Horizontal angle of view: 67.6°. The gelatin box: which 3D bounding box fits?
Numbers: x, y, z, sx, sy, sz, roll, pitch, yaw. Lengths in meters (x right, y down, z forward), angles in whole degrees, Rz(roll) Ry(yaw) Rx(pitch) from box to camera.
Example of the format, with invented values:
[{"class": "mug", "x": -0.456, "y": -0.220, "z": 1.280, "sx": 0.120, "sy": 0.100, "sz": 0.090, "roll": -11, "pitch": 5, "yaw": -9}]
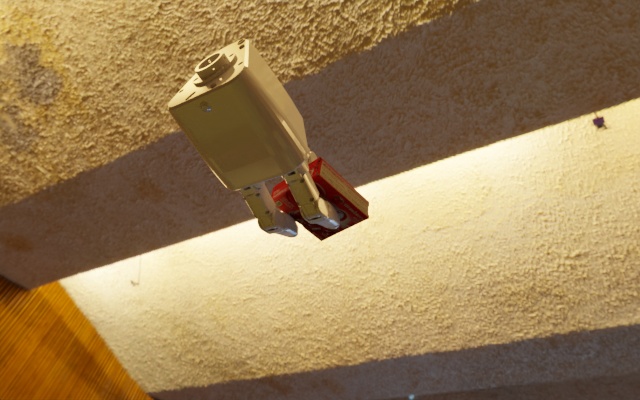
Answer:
[{"class": "gelatin box", "x": 0.000, "y": 0.002, "z": 0.540, "sx": 0.073, "sy": 0.030, "sz": 0.089, "roll": -29, "pitch": -54, "yaw": 33}]
